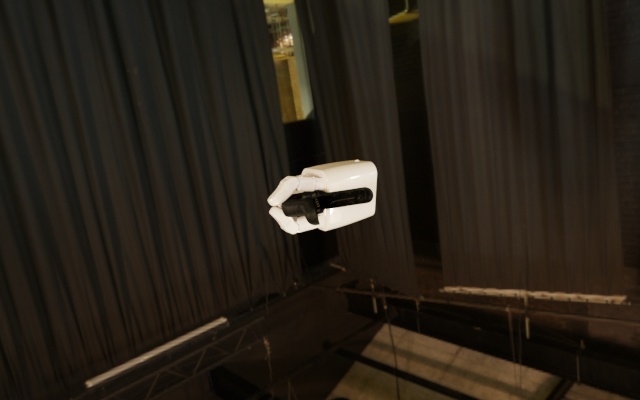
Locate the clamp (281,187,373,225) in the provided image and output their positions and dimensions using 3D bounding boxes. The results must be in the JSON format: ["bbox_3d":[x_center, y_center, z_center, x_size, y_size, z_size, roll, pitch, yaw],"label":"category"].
[{"bbox_3d":[0.000,0.003,0.759,0.120,0.039,0.171,-14,13,-26],"label":"clamp"}]
